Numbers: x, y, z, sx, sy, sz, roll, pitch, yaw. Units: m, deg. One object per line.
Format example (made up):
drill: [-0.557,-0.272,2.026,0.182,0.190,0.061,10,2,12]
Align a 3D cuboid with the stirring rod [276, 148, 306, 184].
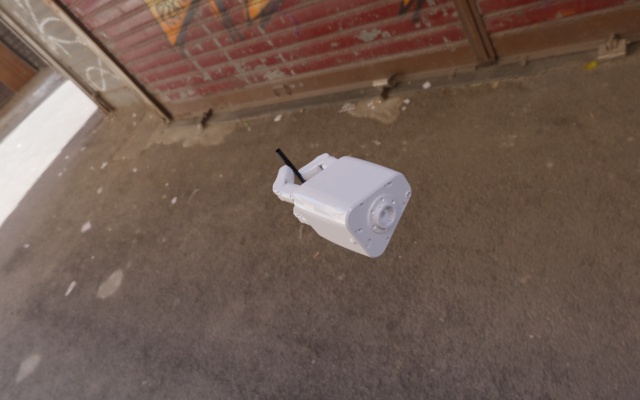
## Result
stirring rod: [0.000,0.003,0.759,0.011,0.011,0.240,0,-38,41]
